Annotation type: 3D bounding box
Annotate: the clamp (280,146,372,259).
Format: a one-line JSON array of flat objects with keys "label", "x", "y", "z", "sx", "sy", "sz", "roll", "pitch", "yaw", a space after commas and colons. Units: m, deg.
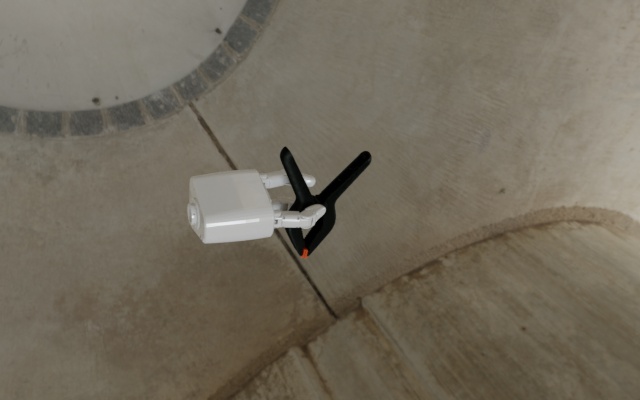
[{"label": "clamp", "x": 0.000, "y": 0.004, "z": 0.803, "sx": 0.164, "sy": 0.210, "sz": 0.036, "roll": -6, "pitch": 33, "yaw": -26}]
